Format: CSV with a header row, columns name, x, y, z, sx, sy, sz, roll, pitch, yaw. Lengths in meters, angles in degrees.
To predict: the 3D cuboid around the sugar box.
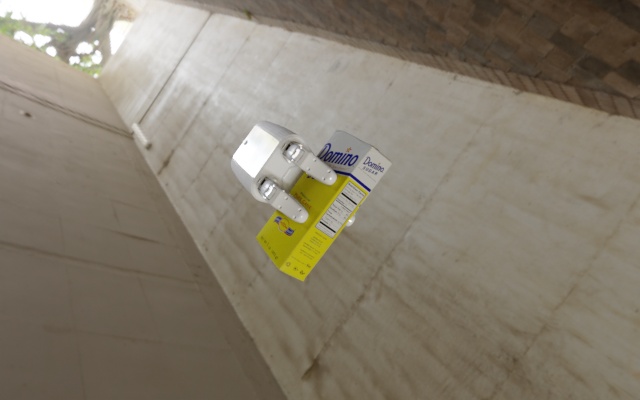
name,x,y,z,sx,sy,sz,roll,pitch,yaw
sugar box,0.000,0.002,0.579,0.048,0.176,0.093,33,3,-33
